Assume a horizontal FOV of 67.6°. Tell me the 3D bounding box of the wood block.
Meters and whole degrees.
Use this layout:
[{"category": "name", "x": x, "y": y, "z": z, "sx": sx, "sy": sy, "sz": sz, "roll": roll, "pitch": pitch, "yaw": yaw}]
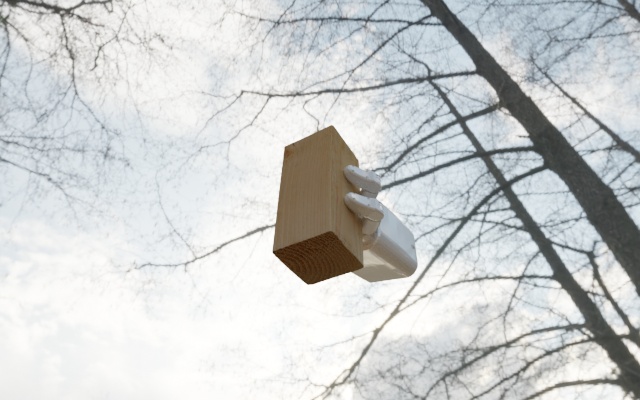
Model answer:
[{"category": "wood block", "x": 0.000, "y": 0.002, "z": 0.680, "sx": 0.091, "sy": 0.206, "sz": 0.090, "roll": -22, "pitch": -49, "yaw": 23}]
